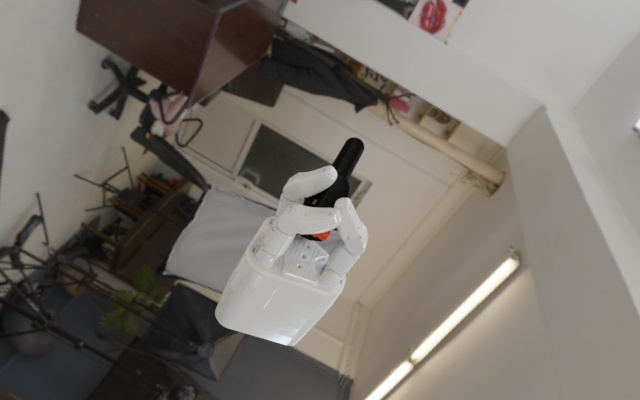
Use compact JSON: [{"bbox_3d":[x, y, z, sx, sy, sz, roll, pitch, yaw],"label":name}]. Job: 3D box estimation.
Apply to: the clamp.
[{"bbox_3d":[0.001,0.002,0.553,0.039,0.120,0.171,32,33,-3],"label":"clamp"}]
